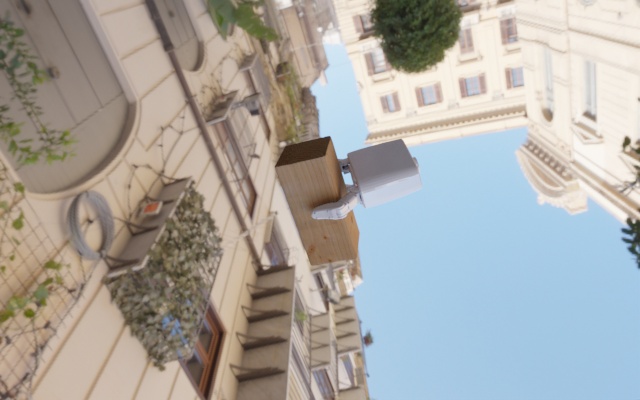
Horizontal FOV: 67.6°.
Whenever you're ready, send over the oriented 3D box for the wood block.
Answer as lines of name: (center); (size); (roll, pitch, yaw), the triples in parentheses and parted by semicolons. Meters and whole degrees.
wood block: (0.001, 0.003, 0.853); (0.090, 0.206, 0.090); (-11, 27, 15)
